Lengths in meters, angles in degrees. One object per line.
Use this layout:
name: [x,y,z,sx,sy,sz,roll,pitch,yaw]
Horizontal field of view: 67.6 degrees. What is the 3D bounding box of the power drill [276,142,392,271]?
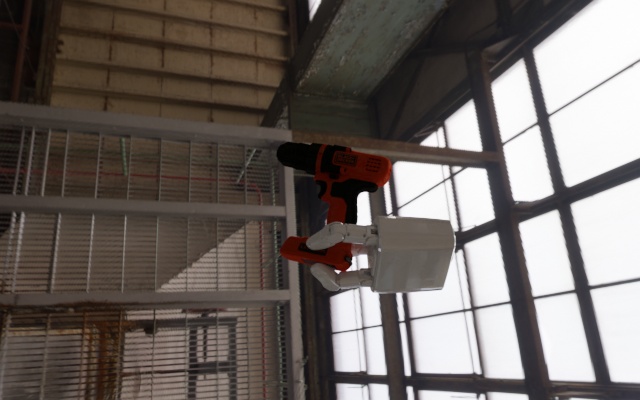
power drill: [0.000,0.003,0.721,0.184,0.187,0.057,11,-16,17]
